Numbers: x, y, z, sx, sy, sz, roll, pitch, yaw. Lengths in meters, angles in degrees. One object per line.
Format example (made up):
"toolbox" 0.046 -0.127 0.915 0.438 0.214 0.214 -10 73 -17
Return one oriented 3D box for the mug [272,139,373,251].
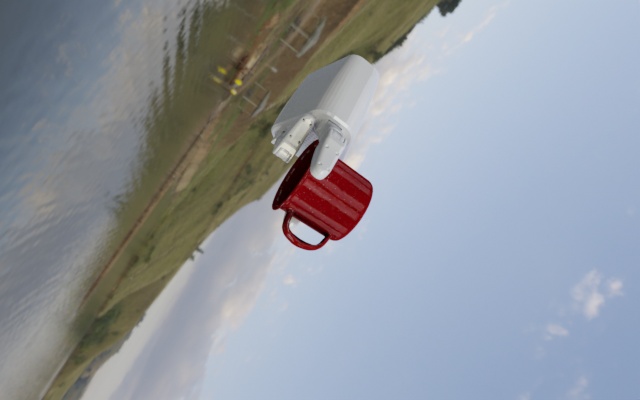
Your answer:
"mug" 0.000 0.003 0.529 0.081 0.117 0.093 34 -30 -15
